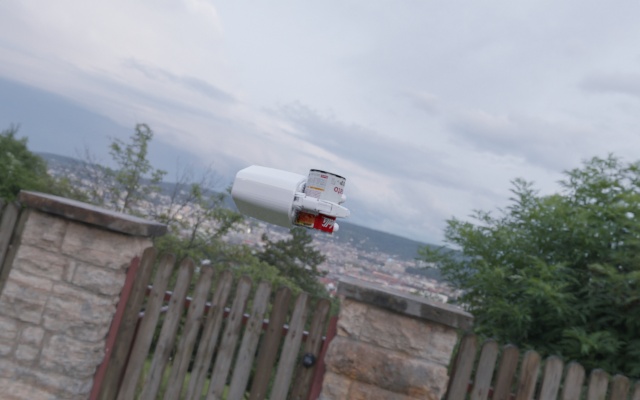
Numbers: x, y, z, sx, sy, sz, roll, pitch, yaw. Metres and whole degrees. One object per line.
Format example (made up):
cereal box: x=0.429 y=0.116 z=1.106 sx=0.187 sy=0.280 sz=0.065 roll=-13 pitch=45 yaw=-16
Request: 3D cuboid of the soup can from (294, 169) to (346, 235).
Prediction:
soup can: x=0.001 y=0.003 z=0.831 sx=0.068 sy=0.102 sz=0.068 roll=15 pitch=-3 yaw=1
